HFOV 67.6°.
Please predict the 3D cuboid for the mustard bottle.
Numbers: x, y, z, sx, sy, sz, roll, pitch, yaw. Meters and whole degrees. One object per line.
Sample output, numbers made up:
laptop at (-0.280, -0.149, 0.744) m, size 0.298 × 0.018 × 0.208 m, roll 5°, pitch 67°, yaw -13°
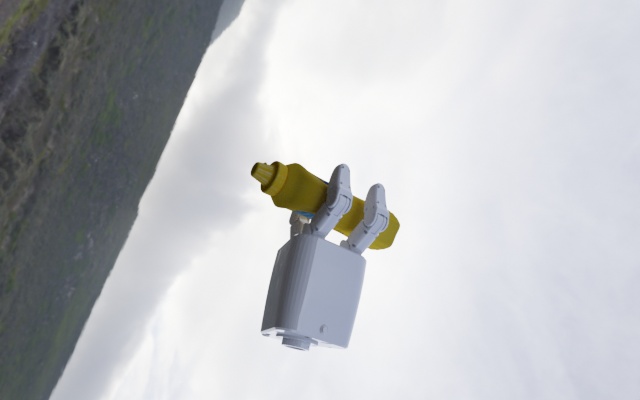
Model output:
mustard bottle at (0.000, 0.002, 0.585) m, size 0.192 × 0.058 × 0.096 m, roll 26°, pitch -2°, yaw -28°
